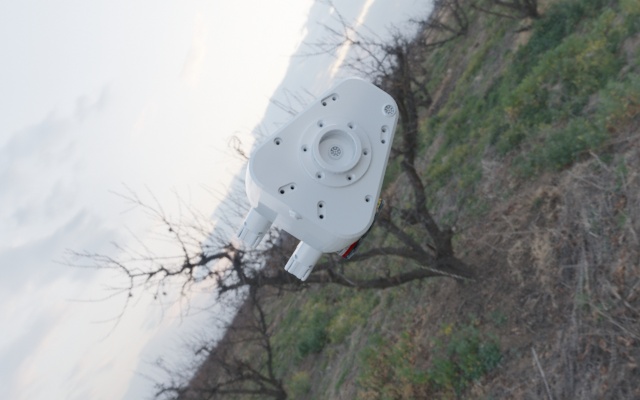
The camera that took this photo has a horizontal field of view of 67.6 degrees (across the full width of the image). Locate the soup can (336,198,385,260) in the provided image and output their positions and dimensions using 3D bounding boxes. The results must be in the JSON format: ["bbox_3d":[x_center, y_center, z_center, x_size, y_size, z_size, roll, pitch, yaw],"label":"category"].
[{"bbox_3d":[0.000,0.001,0.457,0.102,0.068,0.068,32,-1,-1],"label":"soup can"}]
